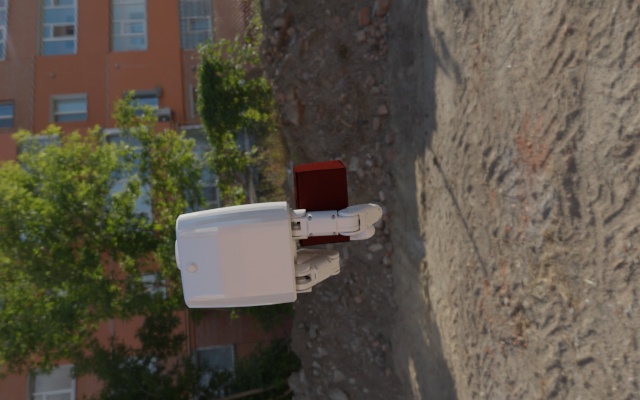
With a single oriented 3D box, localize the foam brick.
[{"bbox_3d":[0.000,0.001,0.491,0.051,0.078,0.053,-5,12,-4],"label":"foam brick"}]
